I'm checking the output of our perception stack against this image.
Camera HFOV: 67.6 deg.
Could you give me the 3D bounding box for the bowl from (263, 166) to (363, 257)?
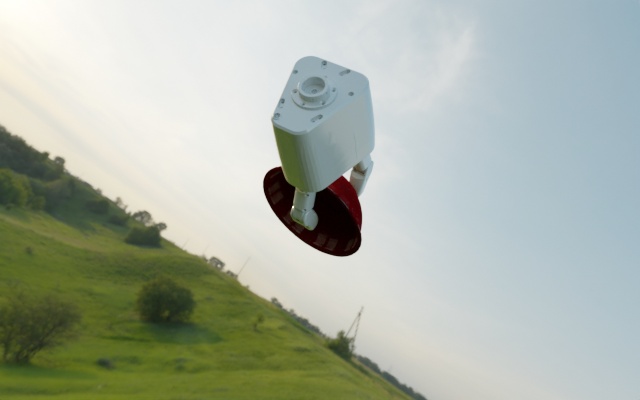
[{"bbox_3d":[0.000,0.003,0.656,0.162,0.162,0.055,0,40,47],"label":"bowl"}]
